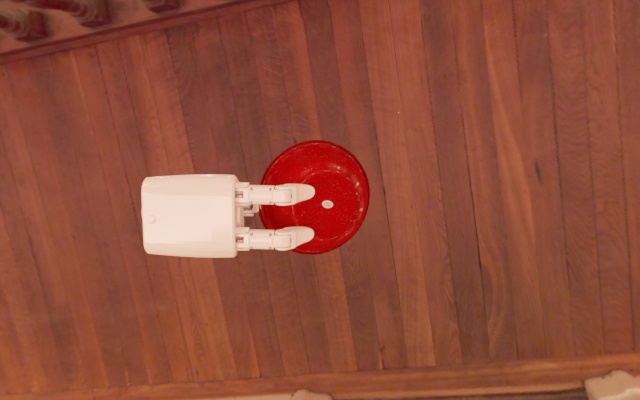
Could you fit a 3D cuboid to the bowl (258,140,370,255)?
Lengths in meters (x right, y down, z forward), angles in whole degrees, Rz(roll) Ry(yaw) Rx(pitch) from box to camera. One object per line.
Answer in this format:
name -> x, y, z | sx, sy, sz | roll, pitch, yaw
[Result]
bowl -> 0.001, 0.002, 0.636 | 0.162, 0.162, 0.055 | 0, 11, -17
